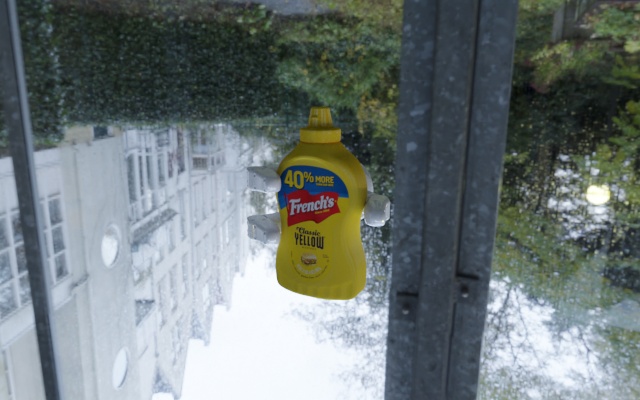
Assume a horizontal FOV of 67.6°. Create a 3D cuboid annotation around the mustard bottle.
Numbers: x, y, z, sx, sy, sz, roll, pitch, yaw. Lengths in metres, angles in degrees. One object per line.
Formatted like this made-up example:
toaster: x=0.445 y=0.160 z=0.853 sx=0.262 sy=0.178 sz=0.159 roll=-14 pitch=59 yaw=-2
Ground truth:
mustard bottle: x=0.000 y=0.002 z=0.489 sx=0.096 sy=0.192 sz=0.058 roll=7 pitch=15 yaw=27
